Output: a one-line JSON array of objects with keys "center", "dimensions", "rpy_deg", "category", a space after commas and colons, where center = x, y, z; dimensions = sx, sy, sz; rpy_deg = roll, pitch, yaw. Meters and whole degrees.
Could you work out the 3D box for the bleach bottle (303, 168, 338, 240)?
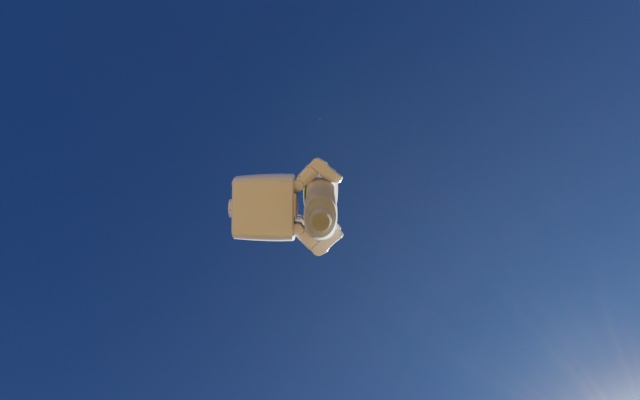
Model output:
[{"center": [0.000, 0.003, 0.829], "dimensions": [0.068, 0.102, 0.251], "rpy_deg": [1, 10, 0], "category": "bleach bottle"}]
